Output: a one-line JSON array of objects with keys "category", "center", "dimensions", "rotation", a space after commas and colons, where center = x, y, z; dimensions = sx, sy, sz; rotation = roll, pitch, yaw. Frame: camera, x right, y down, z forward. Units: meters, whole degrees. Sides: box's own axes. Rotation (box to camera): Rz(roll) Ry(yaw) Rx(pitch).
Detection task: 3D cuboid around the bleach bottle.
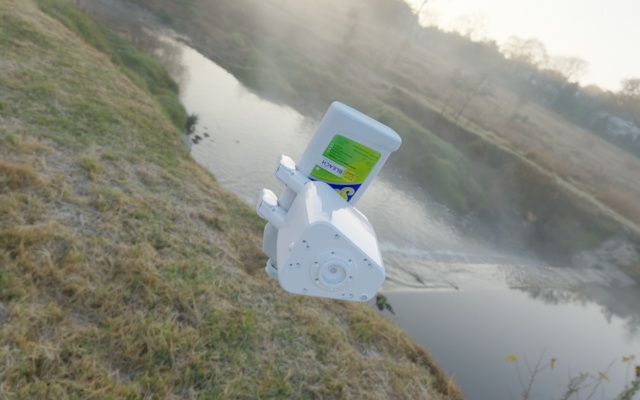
[{"category": "bleach bottle", "center": [0.000, 0.002, 0.636], "dimensions": [0.102, 0.251, 0.068], "rotation": [25, 20, -13]}]
